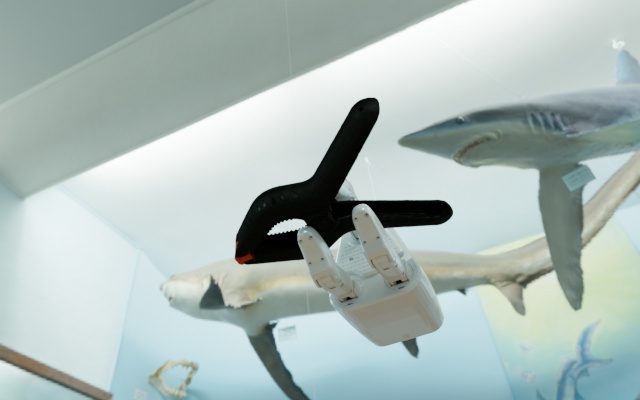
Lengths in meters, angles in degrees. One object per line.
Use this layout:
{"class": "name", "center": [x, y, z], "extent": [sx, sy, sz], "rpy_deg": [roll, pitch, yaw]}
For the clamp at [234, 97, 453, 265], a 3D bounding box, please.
{"class": "clamp", "center": [0.000, 0.001, 0.437], "extent": [0.210, 0.036, 0.165], "rpy_deg": [-21, -46, 16]}
